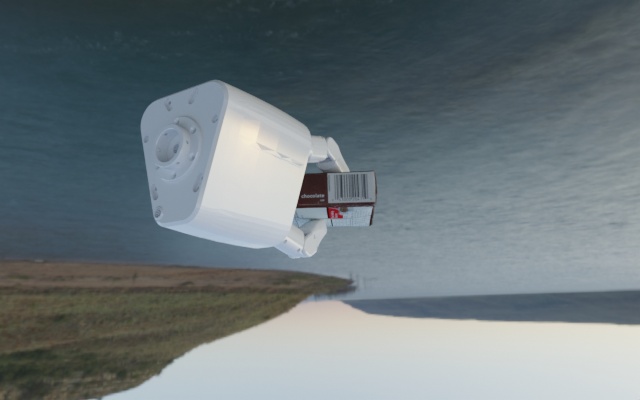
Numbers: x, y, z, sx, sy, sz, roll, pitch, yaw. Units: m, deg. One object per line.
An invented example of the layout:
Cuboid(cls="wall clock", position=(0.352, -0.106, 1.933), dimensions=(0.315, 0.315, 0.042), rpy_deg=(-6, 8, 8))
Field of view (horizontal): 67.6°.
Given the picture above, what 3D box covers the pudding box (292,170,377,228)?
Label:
Cuboid(cls="pudding box", position=(0.000, 0.002, 0.497), dimensions=(0.113, 0.039, 0.090), rpy_deg=(0, -15, 3))
